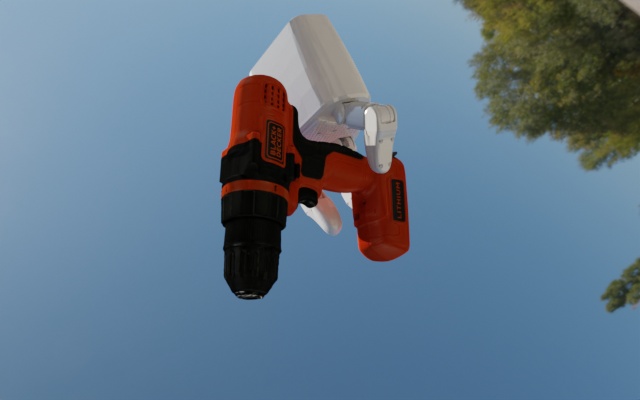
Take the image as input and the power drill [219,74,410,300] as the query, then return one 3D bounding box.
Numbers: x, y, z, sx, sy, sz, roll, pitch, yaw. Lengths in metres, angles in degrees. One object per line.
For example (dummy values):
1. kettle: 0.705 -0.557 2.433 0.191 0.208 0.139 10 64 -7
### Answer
1. power drill: 0.000 0.001 0.416 0.188 0.184 0.057 19 -27 -40
